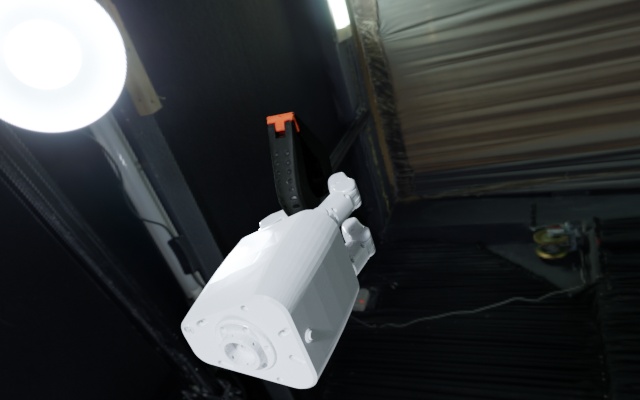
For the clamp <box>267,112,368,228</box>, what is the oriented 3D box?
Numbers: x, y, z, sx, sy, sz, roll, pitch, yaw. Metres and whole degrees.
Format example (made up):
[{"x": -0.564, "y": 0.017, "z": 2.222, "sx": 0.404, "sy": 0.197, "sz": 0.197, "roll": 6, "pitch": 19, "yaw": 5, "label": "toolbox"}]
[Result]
[{"x": -0.001, "y": 0.001, "z": 0.494, "sx": 0.036, "sy": 0.210, "sz": 0.164, "roll": -7, "pitch": 28, "yaw": 24, "label": "clamp"}]
